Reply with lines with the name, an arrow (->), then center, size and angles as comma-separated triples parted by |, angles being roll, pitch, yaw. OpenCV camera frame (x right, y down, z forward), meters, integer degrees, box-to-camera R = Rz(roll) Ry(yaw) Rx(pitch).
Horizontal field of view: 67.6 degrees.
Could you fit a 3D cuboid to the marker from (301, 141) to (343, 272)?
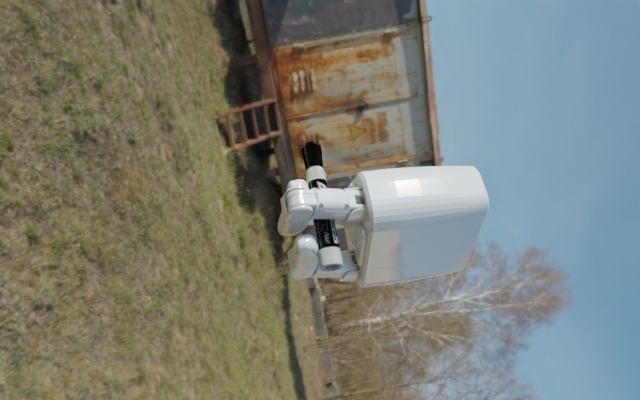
marker -> 0.000, 0.001, 0.413 | 0.020, 0.121, 0.020 | -8, -26, -4
